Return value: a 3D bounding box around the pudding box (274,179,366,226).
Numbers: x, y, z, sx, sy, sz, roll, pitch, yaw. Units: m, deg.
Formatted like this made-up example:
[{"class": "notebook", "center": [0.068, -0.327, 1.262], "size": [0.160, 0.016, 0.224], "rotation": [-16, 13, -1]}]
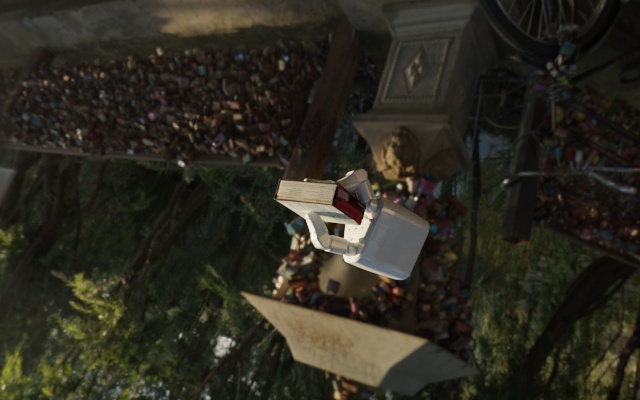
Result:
[{"class": "pudding box", "center": [0.000, 0.003, 0.730], "size": [0.113, 0.039, 0.090], "rotation": [4, -20, 35]}]
